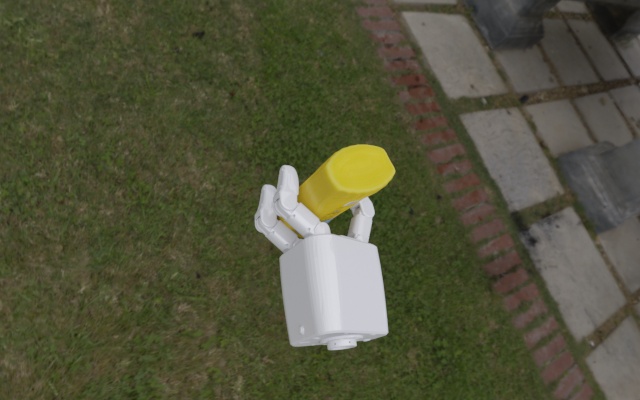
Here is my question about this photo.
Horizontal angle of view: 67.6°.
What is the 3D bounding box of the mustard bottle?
[{"bbox_3d":[0.000,0.002,0.587,0.096,0.058,0.192,-21,-11,-38],"label":"mustard bottle"}]
